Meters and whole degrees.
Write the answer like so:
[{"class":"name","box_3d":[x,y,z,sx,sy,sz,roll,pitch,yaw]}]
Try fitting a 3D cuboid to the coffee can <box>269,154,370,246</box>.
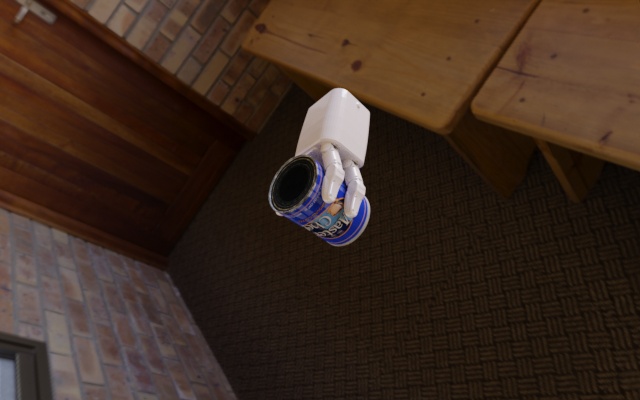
[{"class":"coffee can","box_3d":[0.000,0.003,0.785,0.103,0.102,0.140,0,-25,45]}]
